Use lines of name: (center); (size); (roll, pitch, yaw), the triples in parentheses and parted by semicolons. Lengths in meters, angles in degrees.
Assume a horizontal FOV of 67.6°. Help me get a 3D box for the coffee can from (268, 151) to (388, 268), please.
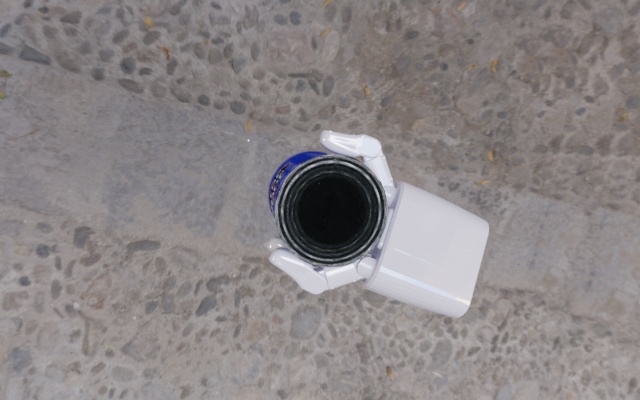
coffee can: (0.000, 0.001, 0.490); (0.103, 0.103, 0.140); (0, 7, -9)
